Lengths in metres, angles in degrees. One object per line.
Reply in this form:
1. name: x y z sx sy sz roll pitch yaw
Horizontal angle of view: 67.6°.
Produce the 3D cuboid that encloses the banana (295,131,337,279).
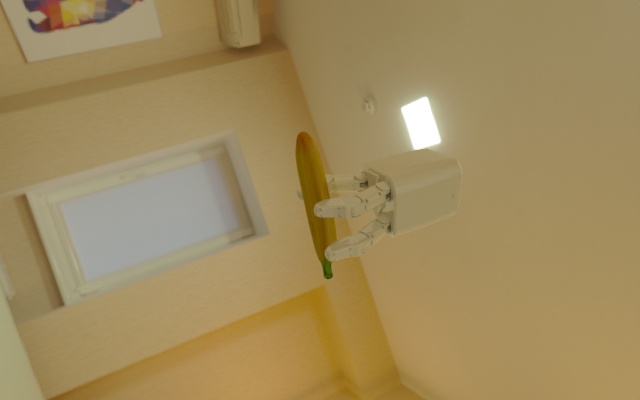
1. banana: -0.003 0.002 0.646 0.037 0.198 0.069 -14 12 -8
